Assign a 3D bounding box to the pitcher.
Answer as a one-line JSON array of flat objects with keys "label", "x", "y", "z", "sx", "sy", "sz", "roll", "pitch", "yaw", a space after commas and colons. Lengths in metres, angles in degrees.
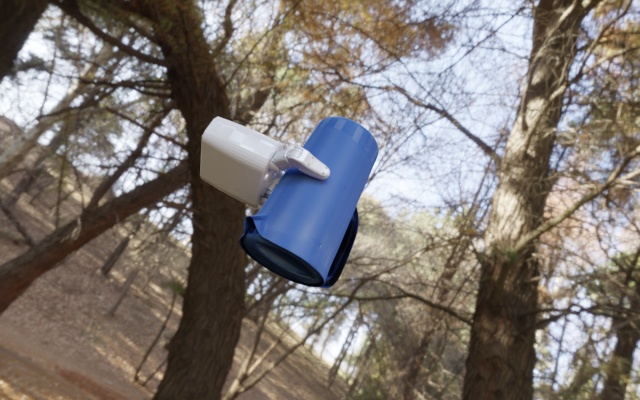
[{"label": "pitcher", "x": 0.000, "y": 0.002, "z": 0.715, "sx": 0.145, "sy": 0.242, "sz": 0.149, "roll": 25, "pitch": -25, "yaw": 8}]
